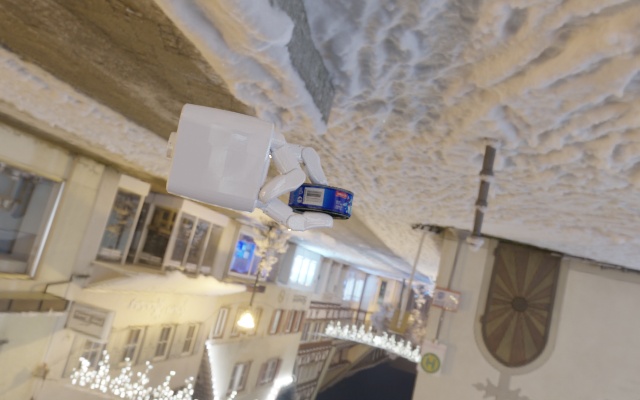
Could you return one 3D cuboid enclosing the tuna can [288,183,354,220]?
[{"bbox_3d":[0.000,0.003,0.631,0.086,0.033,0.086,8,-8,1],"label":"tuna can"}]
